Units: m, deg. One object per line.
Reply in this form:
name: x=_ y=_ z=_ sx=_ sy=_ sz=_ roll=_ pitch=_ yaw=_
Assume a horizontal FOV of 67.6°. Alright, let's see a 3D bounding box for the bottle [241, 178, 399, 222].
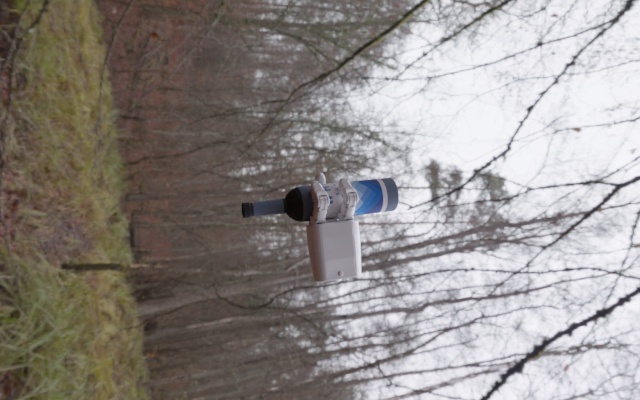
bottle: x=0.000 y=0.003 z=0.899 sx=0.296 sy=0.069 sz=0.069 roll=-6 pitch=2 yaw=-17
